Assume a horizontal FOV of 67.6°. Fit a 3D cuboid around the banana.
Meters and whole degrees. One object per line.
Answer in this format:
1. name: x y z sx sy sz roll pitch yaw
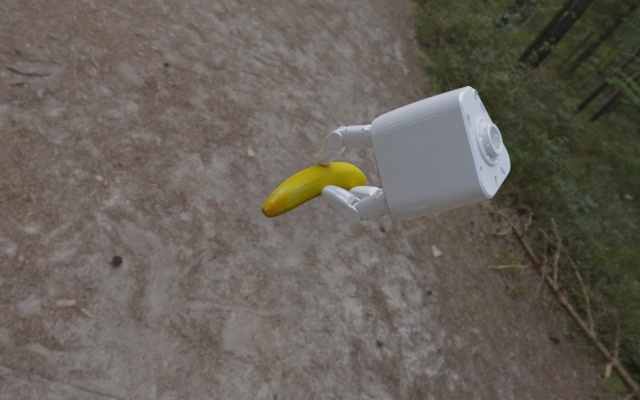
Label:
1. banana: 0.007 -0.016 0.605 0.037 0.070 0.198 25 17 34
